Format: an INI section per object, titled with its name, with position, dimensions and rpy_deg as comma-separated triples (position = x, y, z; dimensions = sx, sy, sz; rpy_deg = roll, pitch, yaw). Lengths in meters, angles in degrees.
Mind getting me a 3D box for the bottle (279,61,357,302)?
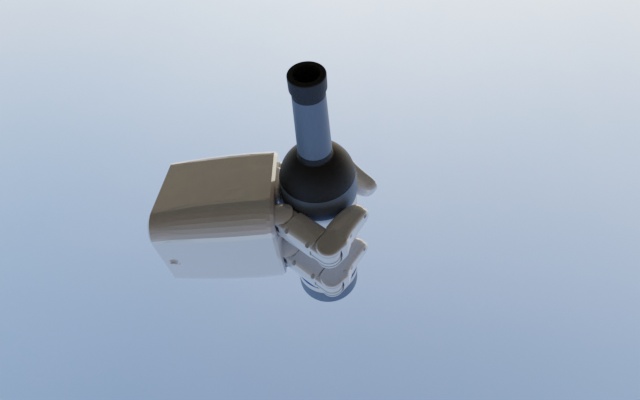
[bottle]
position = 0.000, 0.002, 0.437
dimensions = 0.069, 0.069, 0.296
rpy_deg = 0, -36, 5
